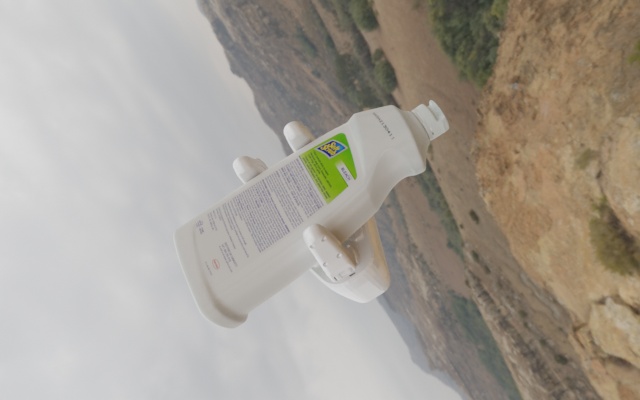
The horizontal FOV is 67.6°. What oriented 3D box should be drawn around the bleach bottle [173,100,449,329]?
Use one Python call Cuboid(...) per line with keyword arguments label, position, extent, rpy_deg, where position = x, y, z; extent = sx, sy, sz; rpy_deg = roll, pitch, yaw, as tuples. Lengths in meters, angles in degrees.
Cuboid(label="bleach bottle", position=(0.000, 0.001, 0.410), extent=(0.251, 0.102, 0.068), rpy_deg=(-33, -29, 5))
